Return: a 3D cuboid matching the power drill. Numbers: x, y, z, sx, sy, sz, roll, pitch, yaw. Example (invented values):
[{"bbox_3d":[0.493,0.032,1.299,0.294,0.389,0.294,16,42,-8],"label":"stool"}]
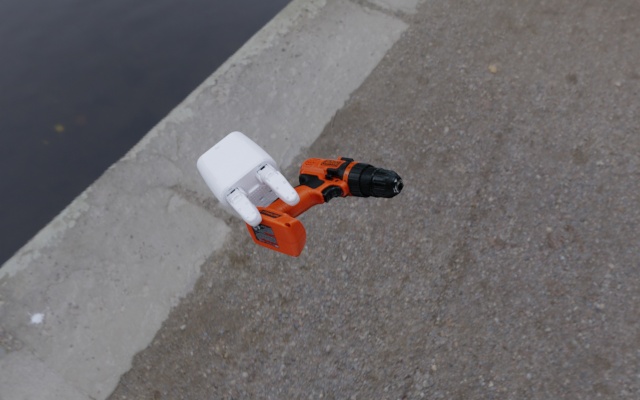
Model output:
[{"bbox_3d":[0.000,0.002,0.677,0.184,0.057,0.187,10,37,44],"label":"power drill"}]
